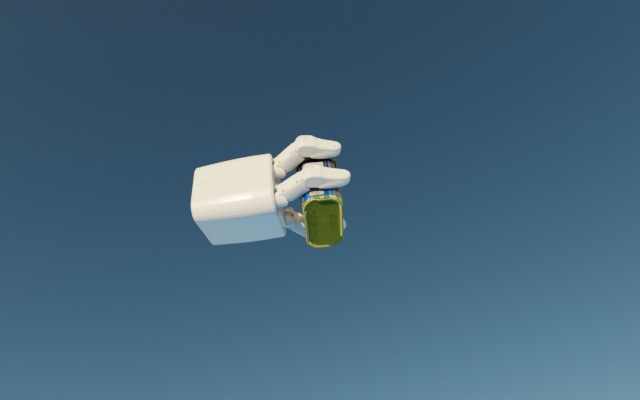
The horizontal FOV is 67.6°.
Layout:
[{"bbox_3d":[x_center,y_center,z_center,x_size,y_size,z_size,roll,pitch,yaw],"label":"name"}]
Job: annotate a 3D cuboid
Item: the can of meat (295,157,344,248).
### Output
[{"bbox_3d":[0.000,0.002,0.649,0.057,0.083,0.102,-7,-44,-1],"label":"can of meat"}]
